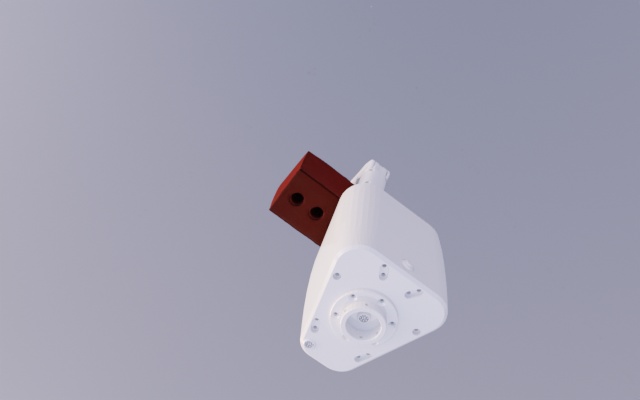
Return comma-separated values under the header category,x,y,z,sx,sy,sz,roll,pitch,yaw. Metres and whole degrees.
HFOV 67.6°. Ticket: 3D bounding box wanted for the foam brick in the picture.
category,x,y,z,sx,sy,sz,roll,pitch,yaw
foam brick,0.000,0.001,0.452,0.078,0.053,0.051,36,26,-8
